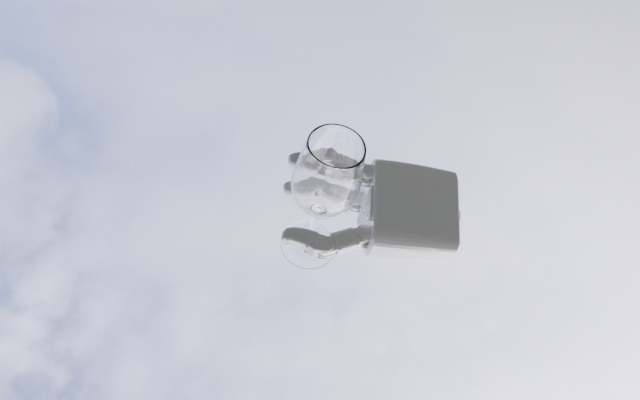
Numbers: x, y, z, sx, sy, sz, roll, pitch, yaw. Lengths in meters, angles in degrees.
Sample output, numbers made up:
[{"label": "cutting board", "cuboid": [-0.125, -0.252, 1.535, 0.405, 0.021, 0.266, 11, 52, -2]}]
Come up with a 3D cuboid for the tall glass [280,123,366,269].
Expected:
[{"label": "tall glass", "cuboid": [0.000, 0.002, 0.560, 0.079, 0.079, 0.201, 0, -35, -12]}]
